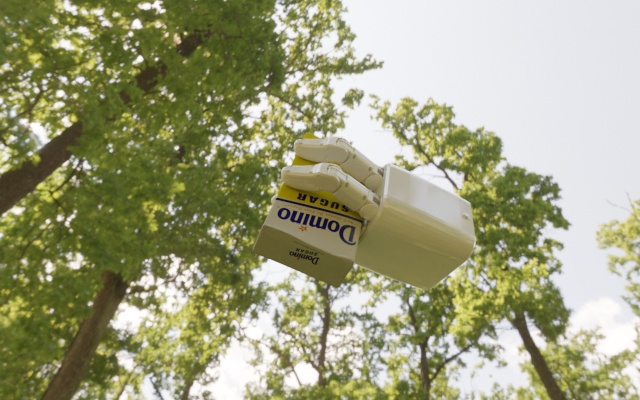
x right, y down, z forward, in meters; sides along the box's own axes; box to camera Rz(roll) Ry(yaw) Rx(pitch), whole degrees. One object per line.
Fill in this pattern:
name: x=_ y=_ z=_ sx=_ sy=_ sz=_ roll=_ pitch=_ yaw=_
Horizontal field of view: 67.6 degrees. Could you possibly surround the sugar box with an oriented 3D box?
sugar box: x=0.000 y=0.001 z=0.509 sx=0.093 sy=0.048 sz=0.176 roll=23 pitch=36 yaw=-5
